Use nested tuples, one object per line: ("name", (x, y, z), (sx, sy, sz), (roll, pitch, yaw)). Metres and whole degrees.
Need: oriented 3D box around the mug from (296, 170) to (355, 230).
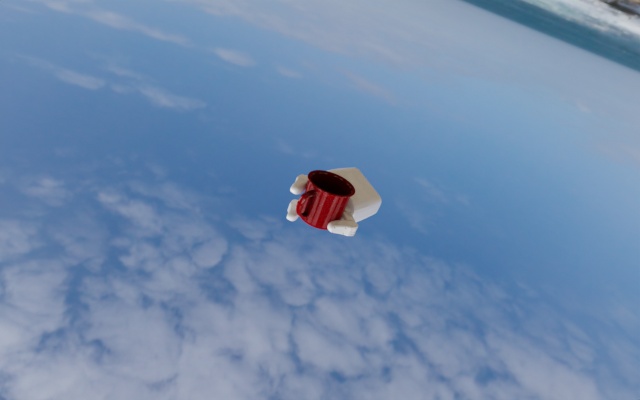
("mug", (-0.001, 0.003, 0.884), (0.093, 0.081, 0.117), (37, 31, 28))
